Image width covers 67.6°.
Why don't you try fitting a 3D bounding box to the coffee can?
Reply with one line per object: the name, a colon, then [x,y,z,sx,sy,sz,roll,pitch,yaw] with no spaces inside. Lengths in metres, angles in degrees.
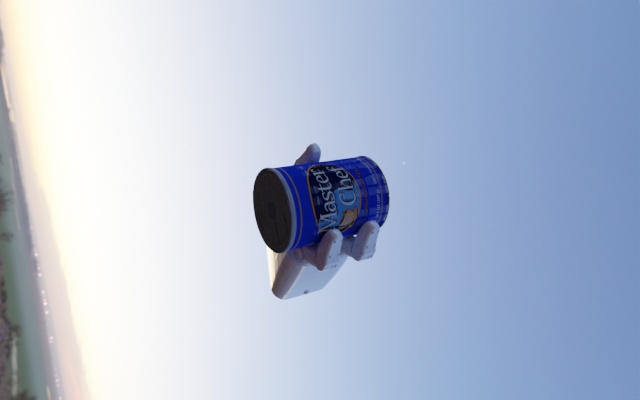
coffee can: [0.000,0.002,0.598,0.140,0.103,0.103,-10,5,-30]
